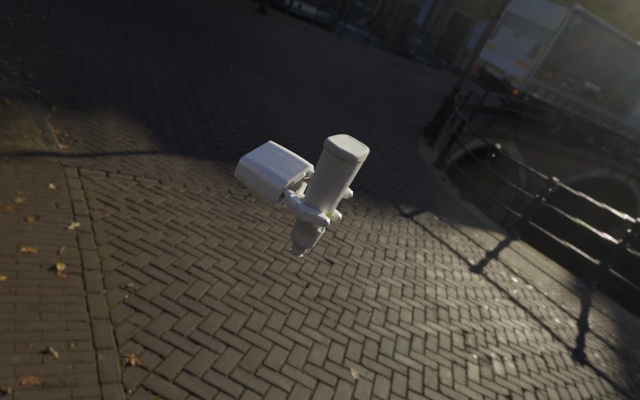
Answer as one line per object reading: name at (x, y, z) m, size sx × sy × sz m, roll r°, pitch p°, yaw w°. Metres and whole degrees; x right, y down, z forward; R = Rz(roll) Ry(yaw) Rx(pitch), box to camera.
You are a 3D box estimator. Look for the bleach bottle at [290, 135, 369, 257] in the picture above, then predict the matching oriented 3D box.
bleach bottle at (0.000, 0.003, 0.887) m, size 0.068 × 0.251 × 0.102 m, roll 34°, pitch 25°, yaw 15°
